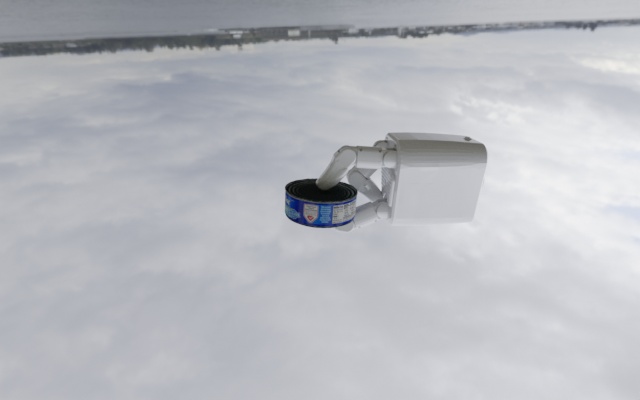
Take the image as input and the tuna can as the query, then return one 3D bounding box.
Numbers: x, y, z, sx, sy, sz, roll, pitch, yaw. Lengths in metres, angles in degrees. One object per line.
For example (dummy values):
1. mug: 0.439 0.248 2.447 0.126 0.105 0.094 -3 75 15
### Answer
1. tuna can: 0.000 0.002 0.566 0.086 0.034 0.086 3 20 -1
